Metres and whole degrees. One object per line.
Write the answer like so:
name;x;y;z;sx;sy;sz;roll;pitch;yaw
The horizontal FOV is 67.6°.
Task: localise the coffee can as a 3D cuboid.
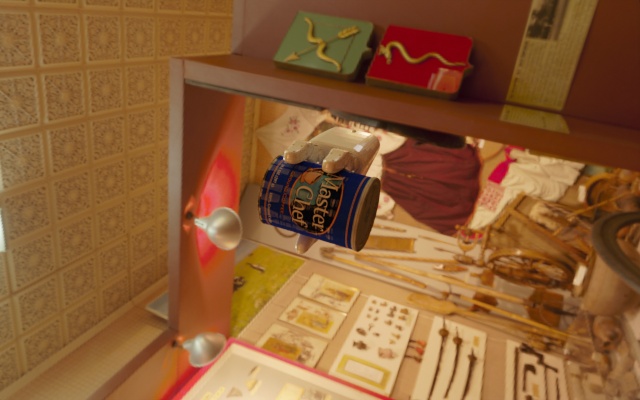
coffee can;0.000;0.002;0.654;0.140;0.103;0.103;15;5;17
